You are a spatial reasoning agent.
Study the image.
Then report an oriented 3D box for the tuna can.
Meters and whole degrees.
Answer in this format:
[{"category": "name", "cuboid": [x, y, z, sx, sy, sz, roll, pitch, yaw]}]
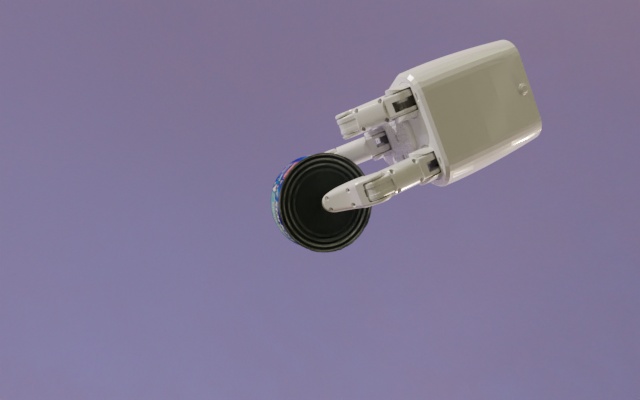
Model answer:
[{"category": "tuna can", "cuboid": [0.000, 0.001, 0.422, 0.086, 0.086, 0.034, 0, 2, -21]}]
